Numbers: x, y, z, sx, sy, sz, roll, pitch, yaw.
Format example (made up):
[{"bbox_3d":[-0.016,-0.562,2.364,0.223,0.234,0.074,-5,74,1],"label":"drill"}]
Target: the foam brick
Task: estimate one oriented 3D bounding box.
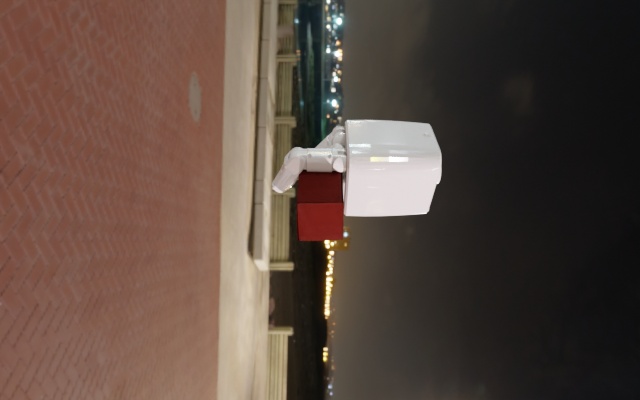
[{"bbox_3d":[0.000,0.002,0.541,0.051,0.053,0.078,1,36,0],"label":"foam brick"}]
